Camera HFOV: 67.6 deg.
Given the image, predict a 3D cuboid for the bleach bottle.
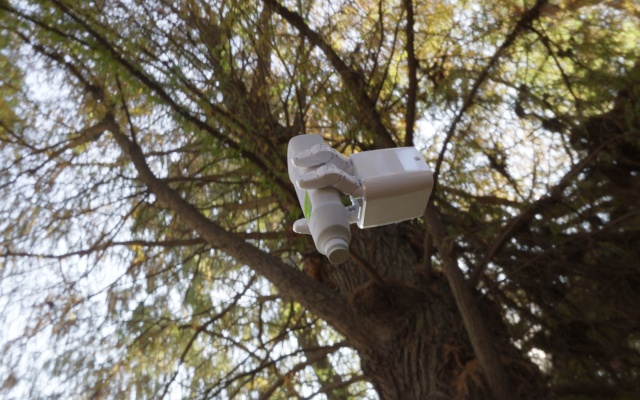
[{"bbox_3d":[0.000,0.002,0.724,0.068,0.103,0.250,-8,40,-8],"label":"bleach bottle"}]
